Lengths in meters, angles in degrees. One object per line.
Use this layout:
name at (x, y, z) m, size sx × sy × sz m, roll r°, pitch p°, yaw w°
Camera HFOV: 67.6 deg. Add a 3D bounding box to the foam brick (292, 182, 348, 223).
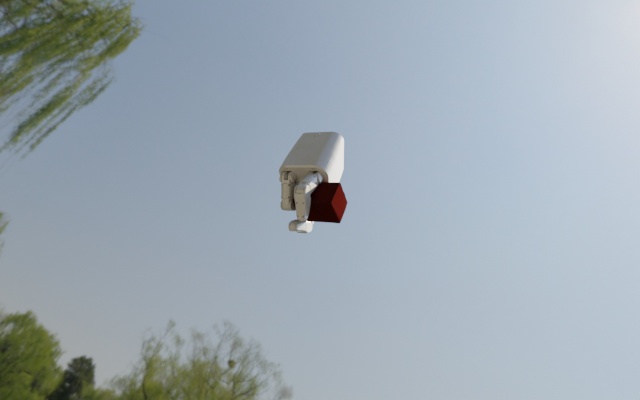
foam brick at (0.000, 0.003, 0.836) m, size 0.078 × 0.053 × 0.051 m, roll 3°, pitch 46°, yaw 27°
